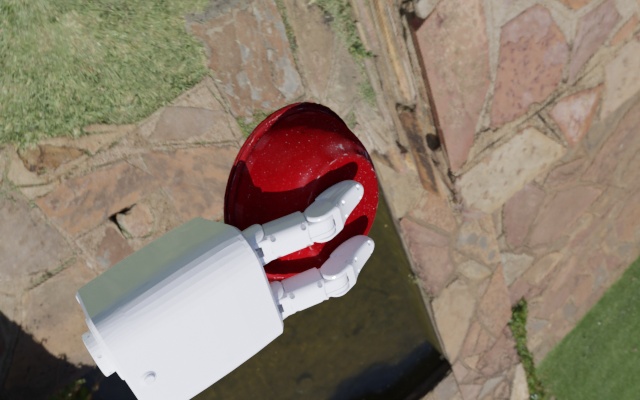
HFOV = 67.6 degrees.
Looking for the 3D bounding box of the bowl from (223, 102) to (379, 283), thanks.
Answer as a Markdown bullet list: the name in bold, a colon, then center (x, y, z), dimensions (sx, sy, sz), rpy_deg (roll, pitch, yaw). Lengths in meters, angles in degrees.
- **bowl**: center (0.001, 0.000, 0.403), dimensions (0.055, 0.162, 0.162), rpy_deg (18, 12, 40)
